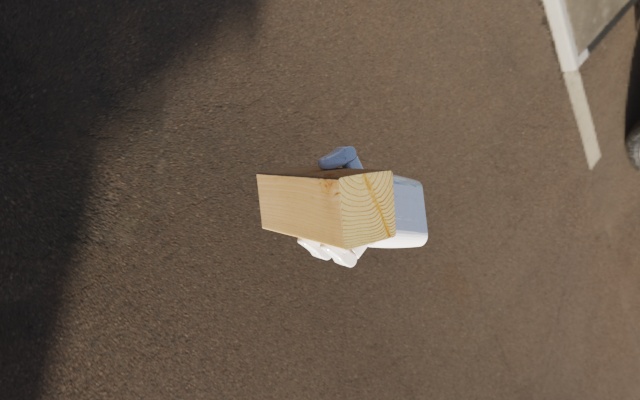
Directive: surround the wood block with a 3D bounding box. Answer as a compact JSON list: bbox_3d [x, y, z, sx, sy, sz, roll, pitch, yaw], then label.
[{"bbox_3d":[0.000,0.002,0.674,0.090,0.091,0.206,-10,10,-35],"label":"wood block"}]
